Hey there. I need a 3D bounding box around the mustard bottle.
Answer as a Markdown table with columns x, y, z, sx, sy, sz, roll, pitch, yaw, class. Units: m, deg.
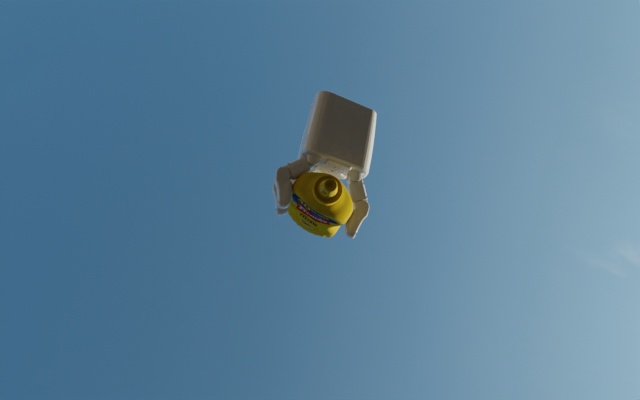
| x | y | z | sx | sy | sz | roll | pitch | yaw | class |
| --- | --- | --- | --- | --- | --- | --- | --- | --- | --- |
| 0.000 | 0.003 | 0.717 | 0.096 | 0.058 | 0.192 | 36 | -17 | 1 | mustard bottle |
